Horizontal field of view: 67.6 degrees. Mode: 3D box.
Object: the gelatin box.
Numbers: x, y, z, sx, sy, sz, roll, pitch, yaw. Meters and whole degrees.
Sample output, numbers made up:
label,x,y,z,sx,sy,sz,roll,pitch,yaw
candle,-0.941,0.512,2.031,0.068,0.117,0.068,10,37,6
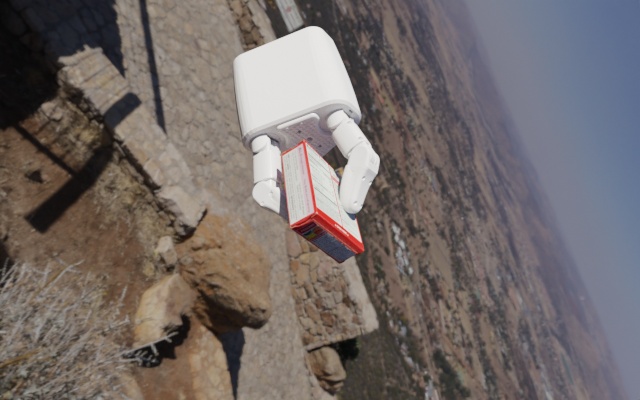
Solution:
label,x,y,z,sx,sy,sz,roll,pitch,yaw
gelatin box,0.000,0.001,0.421,0.030,0.089,0.073,-30,-44,20
